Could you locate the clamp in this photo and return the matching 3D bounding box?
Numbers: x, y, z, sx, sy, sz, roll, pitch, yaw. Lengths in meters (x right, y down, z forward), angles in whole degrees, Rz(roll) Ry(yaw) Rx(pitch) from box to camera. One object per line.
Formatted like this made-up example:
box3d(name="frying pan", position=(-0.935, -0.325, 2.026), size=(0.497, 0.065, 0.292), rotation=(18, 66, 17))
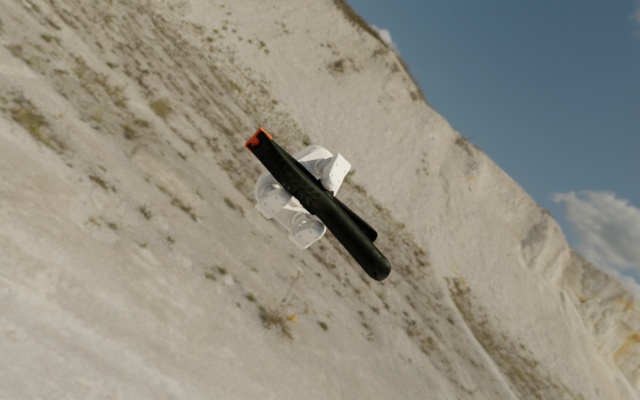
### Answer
box3d(name="clamp", position=(0.000, 0.001, 0.538), size=(0.210, 0.036, 0.164), rotation=(43, 6, -12))
